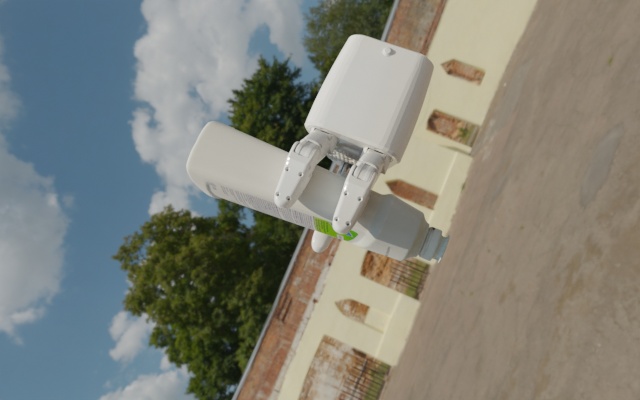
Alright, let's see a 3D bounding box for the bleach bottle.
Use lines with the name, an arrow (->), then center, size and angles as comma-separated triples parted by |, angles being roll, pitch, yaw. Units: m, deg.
bleach bottle -> 0.000, 0.002, 0.470 | 0.251, 0.068, 0.102 | 22, -11, 10
